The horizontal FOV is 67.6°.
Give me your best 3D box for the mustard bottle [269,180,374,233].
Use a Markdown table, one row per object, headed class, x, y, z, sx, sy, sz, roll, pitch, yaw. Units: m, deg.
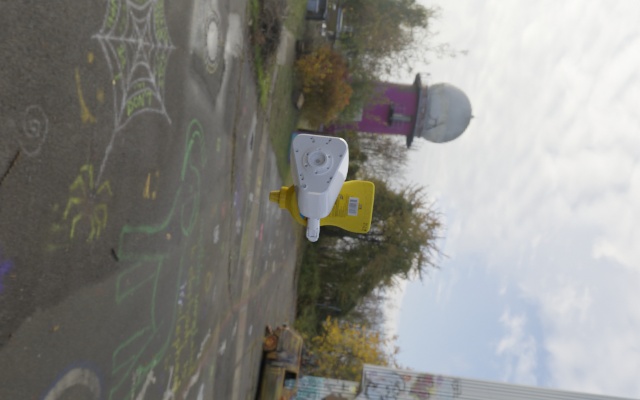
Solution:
| class | x | y | z | sx | sy | sz | roll | pitch | yaw |
| --- | --- | --- | --- | --- | --- | --- | --- | --- | --- |
| mustard bottle | 0.000 | 0.003 | 0.888 | 0.191 | 0.096 | 0.058 | 7 | 4 | 2 |
